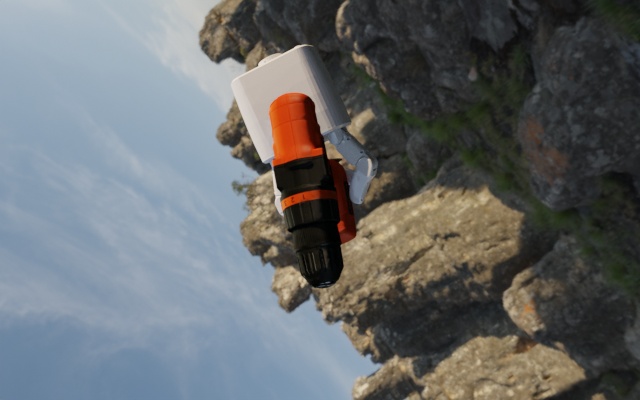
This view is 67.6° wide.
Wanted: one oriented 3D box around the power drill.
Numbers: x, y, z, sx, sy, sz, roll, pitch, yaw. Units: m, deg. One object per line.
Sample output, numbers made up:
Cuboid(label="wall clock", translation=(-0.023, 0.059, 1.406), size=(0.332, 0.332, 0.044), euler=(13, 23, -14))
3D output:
Cuboid(label="power drill", translation=(0.000, 0.001, 0.505), size=(0.057, 0.184, 0.188), euler=(-11, -13, 6))
